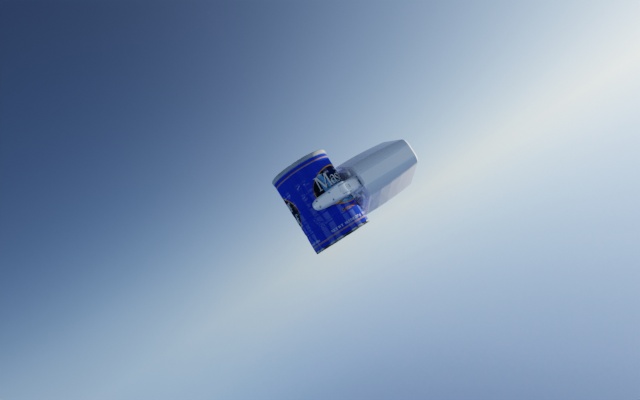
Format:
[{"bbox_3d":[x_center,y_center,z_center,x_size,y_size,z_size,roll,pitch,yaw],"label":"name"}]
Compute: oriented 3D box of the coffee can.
[{"bbox_3d":[0.000,0.003,0.786,0.103,0.140,0.103,-32,-6,-4],"label":"coffee can"}]
